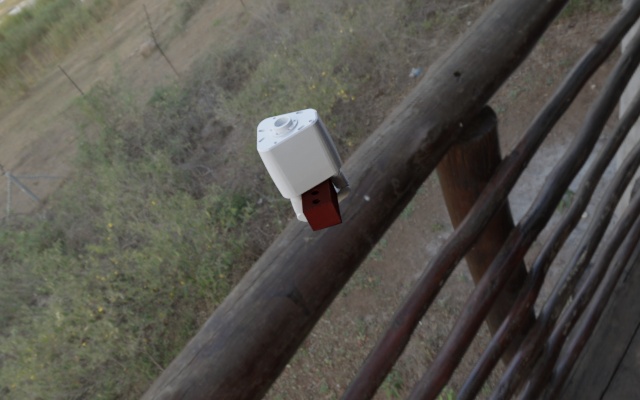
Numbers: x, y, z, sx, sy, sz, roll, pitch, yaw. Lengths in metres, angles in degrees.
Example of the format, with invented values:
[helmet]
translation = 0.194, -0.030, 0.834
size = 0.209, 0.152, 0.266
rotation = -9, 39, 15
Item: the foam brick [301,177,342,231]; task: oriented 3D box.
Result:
[foam brick]
translation = 0.000, 0.003, 0.801
size = 0.053, 0.051, 0.078
rotation = -19, 41, 9
